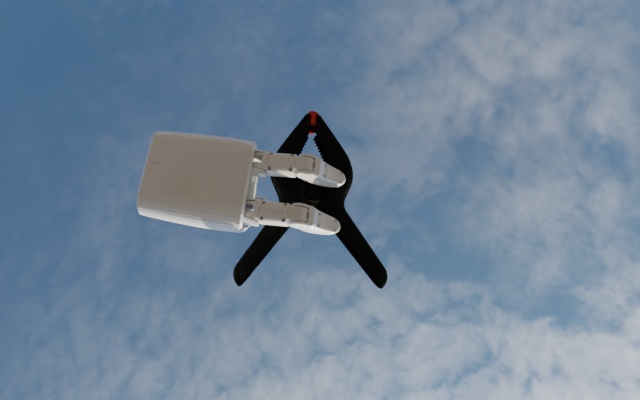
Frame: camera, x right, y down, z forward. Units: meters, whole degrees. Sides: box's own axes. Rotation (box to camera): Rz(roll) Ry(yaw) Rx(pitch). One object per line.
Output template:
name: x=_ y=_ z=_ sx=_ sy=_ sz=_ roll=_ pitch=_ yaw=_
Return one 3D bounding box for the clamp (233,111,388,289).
clamp: x=0.000 y=0.001 z=0.537 sx=0.164 sy=0.210 sz=0.036 roll=9 pitch=-19 yaw=-8
